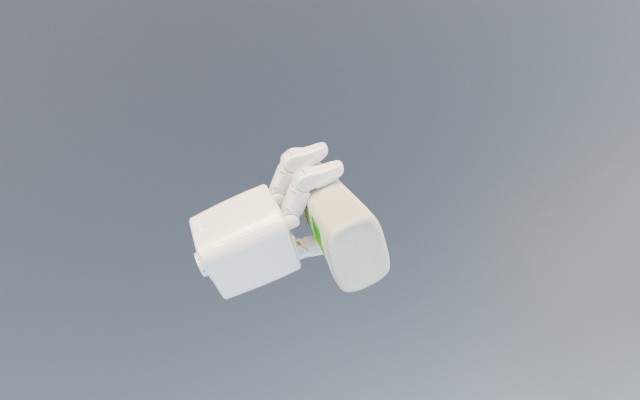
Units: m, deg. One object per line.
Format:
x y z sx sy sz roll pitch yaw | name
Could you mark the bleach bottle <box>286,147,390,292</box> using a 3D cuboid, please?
0.000 0.002 0.619 0.068 0.103 0.250 -24 34 -9 | bleach bottle
